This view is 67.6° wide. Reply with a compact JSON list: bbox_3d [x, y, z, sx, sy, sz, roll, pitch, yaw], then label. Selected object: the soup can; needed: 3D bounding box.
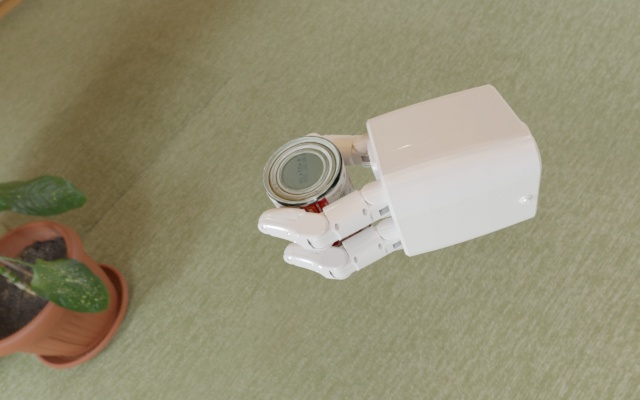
[{"bbox_3d":[-0.001,0.001,0.411,0.068,0.068,0.102,0,-31,20],"label":"soup can"}]
